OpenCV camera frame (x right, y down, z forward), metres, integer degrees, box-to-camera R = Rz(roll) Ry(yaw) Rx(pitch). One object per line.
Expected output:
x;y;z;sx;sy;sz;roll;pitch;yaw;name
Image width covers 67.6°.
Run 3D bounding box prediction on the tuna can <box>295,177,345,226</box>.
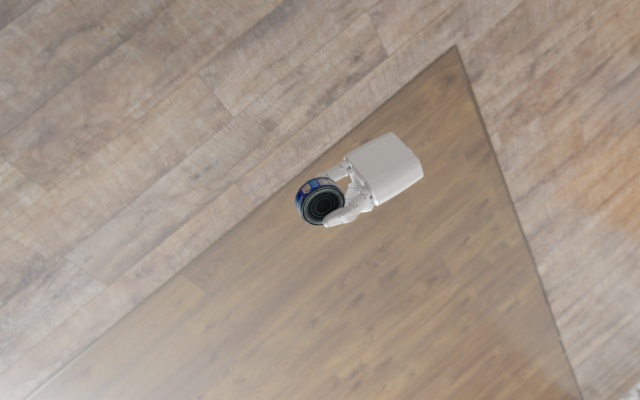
0.000;0.003;0.849;0.086;0.086;0.033;0;32;-24;tuna can
